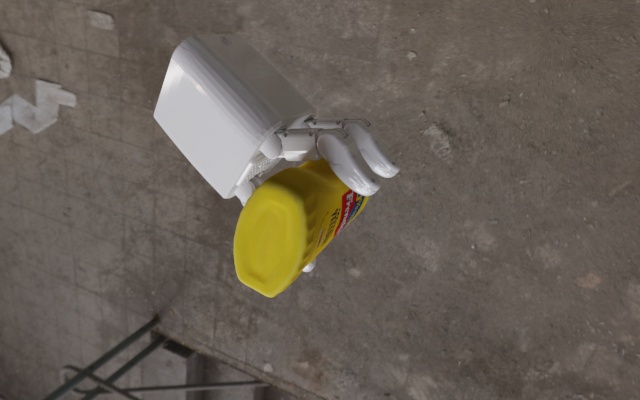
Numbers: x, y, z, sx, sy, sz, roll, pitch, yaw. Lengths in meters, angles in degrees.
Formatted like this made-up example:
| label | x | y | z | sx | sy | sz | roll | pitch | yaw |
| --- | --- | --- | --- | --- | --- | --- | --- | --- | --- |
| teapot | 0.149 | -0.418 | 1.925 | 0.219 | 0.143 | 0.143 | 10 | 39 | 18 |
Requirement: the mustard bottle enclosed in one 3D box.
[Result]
| label | x | y | z | sx | sy | sz | roll | pitch | yaw |
| --- | --- | --- | --- | --- | --- | --- | --- | --- | --- |
| mustard bottle | 0.000 | 0.002 | 0.423 | 0.058 | 0.096 | 0.191 | 25 | 27 | 16 |
